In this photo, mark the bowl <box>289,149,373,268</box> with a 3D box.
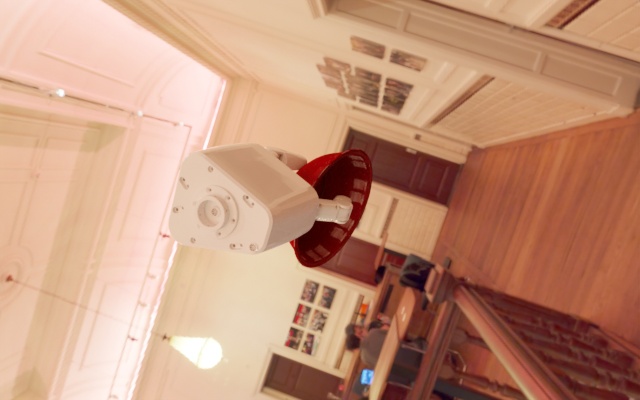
[{"bbox_3d":[0.000,0.002,0.610,0.055,0.162,0.162,27,14,29],"label":"bowl"}]
